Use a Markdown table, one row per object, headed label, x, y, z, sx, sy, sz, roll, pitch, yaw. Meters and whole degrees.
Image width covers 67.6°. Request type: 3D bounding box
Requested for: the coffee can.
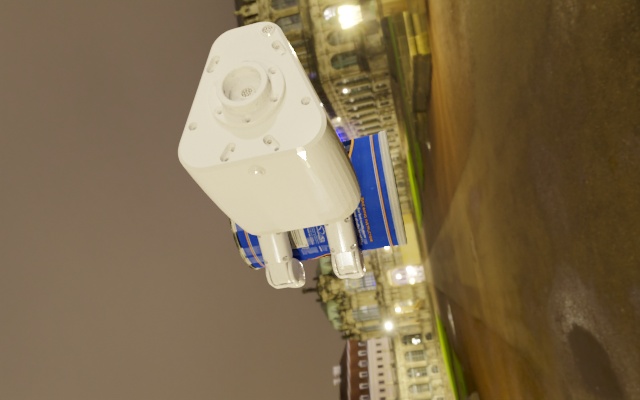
| label | x | y | z | sx | sy | sz | roll | pitch | yaw |
| --- | --- | --- | --- | --- | --- | --- | --- | --- | --- |
| coffee can | 0.000 | 0.001 | 0.434 | 0.140 | 0.103 | 0.103 | -11 | -2 | 10 |
